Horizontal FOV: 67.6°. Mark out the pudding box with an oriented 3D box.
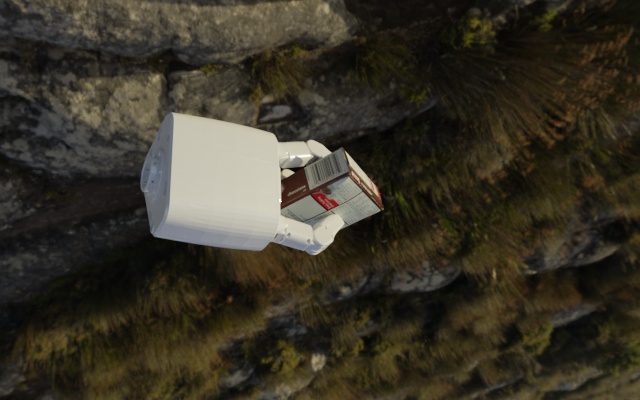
[{"bbox_3d":[0.000,0.002,0.526,0.113,0.039,0.090,-25,-36,18],"label":"pudding box"}]
